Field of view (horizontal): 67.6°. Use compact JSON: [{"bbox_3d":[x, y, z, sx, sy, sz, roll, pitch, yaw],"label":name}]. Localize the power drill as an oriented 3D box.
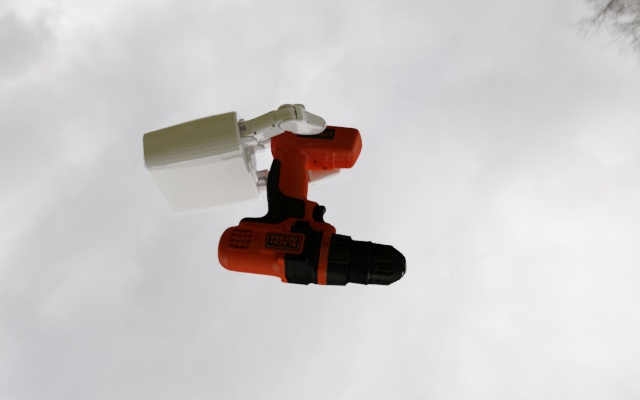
[{"bbox_3d":[0.000,0.001,0.506,0.184,0.187,0.057,6,-38,4],"label":"power drill"}]
